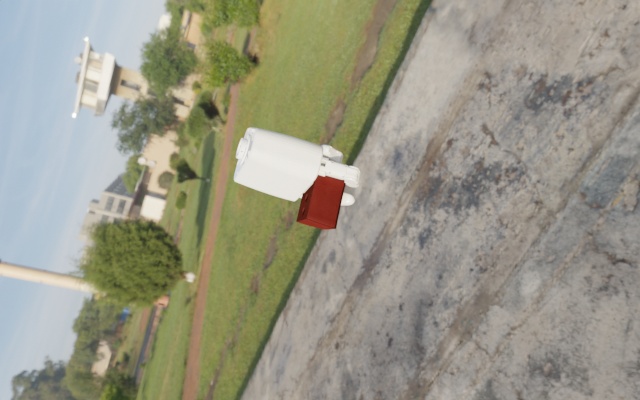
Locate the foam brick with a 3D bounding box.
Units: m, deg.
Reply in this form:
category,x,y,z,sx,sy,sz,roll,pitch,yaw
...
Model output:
category,x,y,z,sx,sy,sz,roll,pitch,yaw
foam brick,0.000,0.003,0.750,0.051,0.078,0.053,16,-13,-19
